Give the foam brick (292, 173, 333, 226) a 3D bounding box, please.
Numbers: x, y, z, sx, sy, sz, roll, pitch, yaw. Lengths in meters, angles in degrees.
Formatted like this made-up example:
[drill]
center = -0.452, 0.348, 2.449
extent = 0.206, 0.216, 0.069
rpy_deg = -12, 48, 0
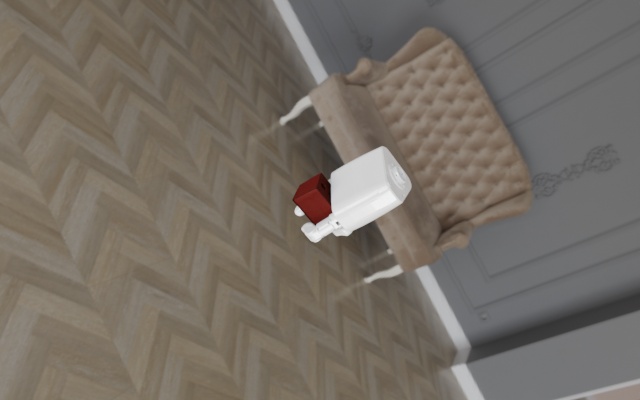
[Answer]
[foam brick]
center = 0.000, 0.003, 0.816
extent = 0.051, 0.078, 0.053
rpy_deg = -29, 23, 28
